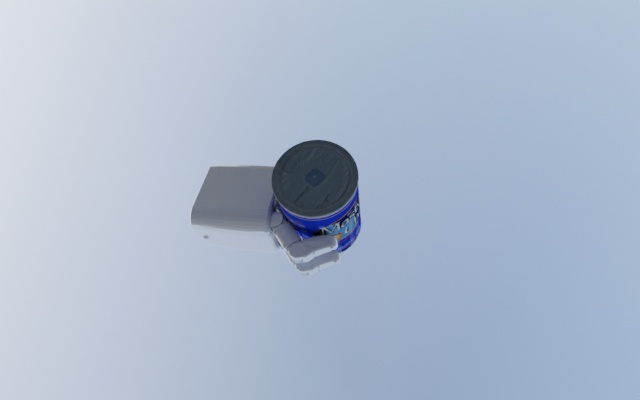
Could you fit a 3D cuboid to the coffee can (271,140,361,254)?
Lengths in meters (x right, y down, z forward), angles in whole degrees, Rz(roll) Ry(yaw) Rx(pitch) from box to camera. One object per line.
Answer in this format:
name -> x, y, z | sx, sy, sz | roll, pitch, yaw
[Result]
coffee can -> 0.000, 0.002, 0.618 | 0.103, 0.102, 0.140 | 0, -26, 7
